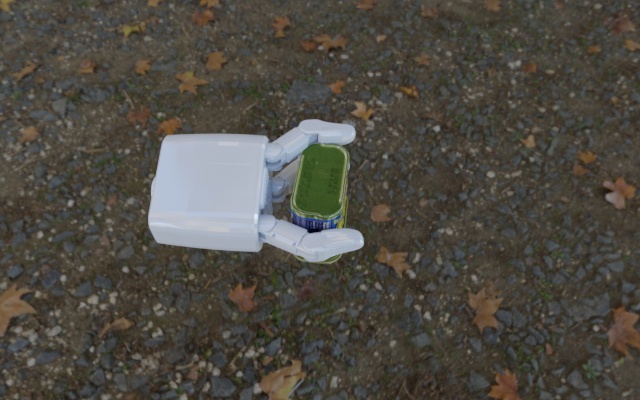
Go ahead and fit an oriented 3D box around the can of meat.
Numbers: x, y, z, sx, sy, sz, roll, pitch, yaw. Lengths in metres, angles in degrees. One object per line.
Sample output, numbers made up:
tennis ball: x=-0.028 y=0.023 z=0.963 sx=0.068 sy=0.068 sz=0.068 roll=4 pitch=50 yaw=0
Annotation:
can of meat: x=0.000 y=0.002 z=0.507 sx=0.057 sy=0.102 sz=0.084 roll=6 pitch=-37 yaw=4
